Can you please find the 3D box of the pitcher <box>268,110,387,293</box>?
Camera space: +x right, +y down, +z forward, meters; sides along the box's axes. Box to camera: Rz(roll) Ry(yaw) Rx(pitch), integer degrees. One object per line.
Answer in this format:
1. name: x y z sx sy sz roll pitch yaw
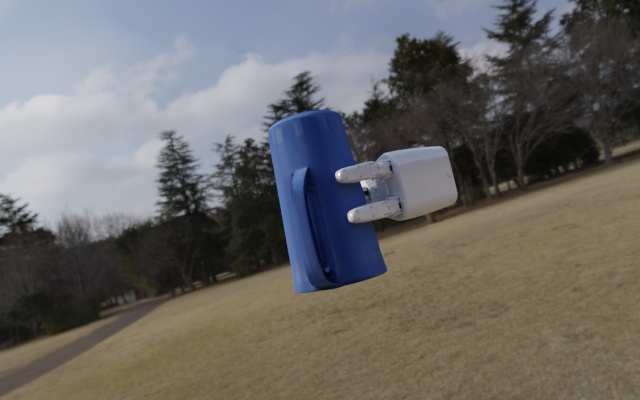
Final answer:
1. pitcher: 0.000 0.002 0.666 0.145 0.243 0.149 -12 -3 -26
